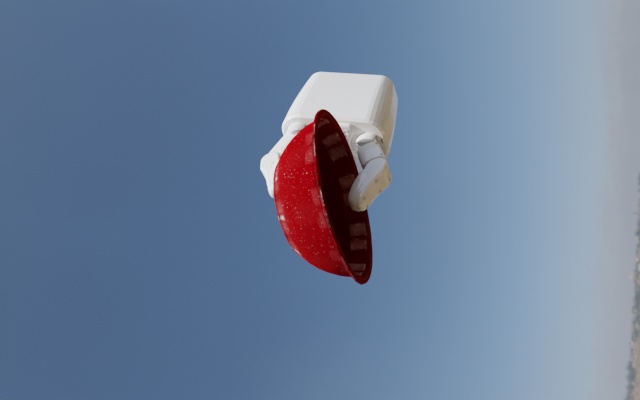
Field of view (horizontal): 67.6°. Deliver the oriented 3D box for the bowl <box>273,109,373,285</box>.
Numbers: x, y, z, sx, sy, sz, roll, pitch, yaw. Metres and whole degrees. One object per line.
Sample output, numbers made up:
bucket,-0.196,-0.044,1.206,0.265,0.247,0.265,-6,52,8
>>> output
bowl,-0.001,0.002,0.439,0.055,0.162,0.162,-14,-4,15
